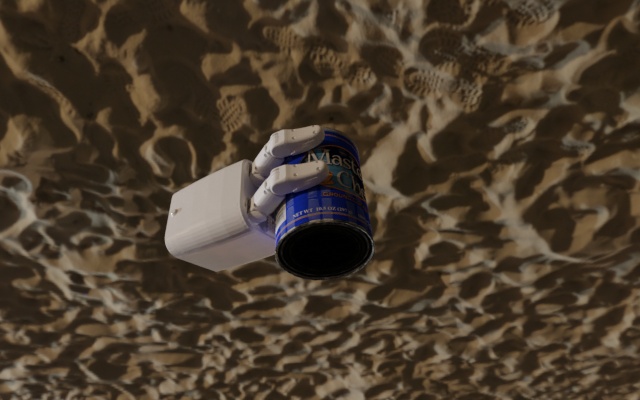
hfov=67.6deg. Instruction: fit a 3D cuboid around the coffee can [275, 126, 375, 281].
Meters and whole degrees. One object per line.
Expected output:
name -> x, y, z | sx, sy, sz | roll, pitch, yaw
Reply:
coffee can -> 0.000, 0.002, 0.530 | 0.103, 0.140, 0.103 | -3, -42, -3
